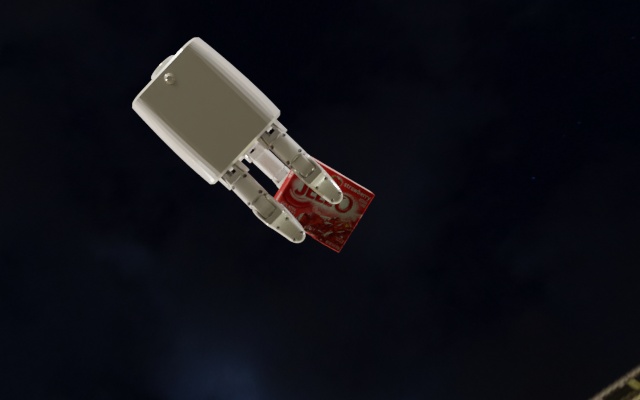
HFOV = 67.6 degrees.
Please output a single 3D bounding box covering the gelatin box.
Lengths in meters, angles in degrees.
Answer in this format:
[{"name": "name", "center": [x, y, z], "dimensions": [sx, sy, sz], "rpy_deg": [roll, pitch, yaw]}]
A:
[{"name": "gelatin box", "center": [0.000, 0.002, 0.504], "dimensions": [0.089, 0.073, 0.030], "rpy_deg": [30, 6, -16]}]
